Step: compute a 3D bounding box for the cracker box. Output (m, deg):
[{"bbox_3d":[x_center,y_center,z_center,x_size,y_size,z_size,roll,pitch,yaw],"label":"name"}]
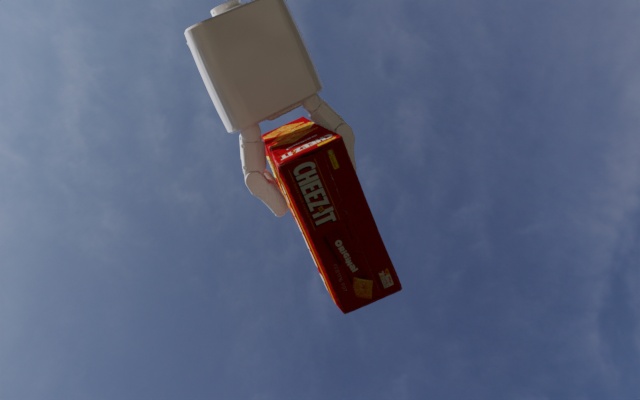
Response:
[{"bbox_3d":[0.000,0.002,0.531,0.072,0.164,0.213,-25,18,-3],"label":"cracker box"}]
